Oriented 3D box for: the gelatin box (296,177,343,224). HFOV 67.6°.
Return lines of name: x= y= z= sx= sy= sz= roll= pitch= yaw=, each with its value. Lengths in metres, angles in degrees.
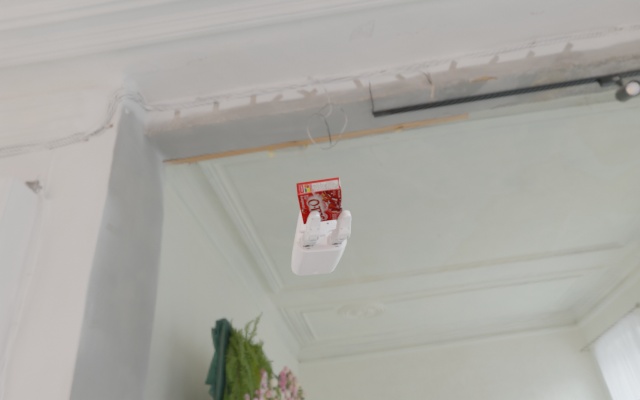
gelatin box: x=0.000 y=0.002 z=0.817 sx=0.073 sy=0.030 sz=0.089 roll=-8 pitch=-37 yaw=0
